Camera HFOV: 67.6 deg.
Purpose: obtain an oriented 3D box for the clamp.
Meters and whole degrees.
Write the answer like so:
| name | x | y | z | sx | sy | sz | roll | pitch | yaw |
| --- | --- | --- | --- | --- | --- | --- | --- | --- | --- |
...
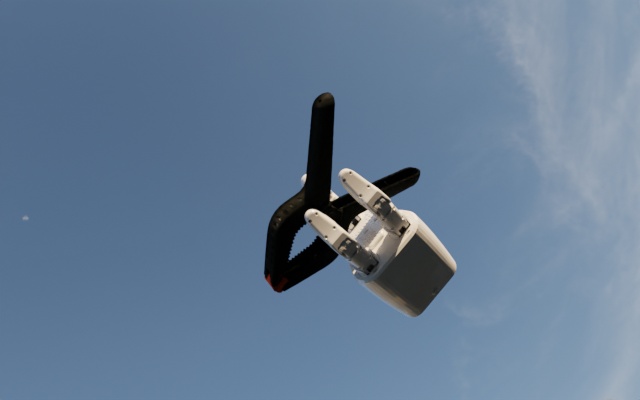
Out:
| name | x | y | z | sx | sy | sz | roll | pitch | yaw |
| --- | --- | --- | --- | --- | --- | --- | --- | --- | --- |
| clamp | 0.000 | 0.002 | 0.515 | 0.165 | 0.210 | 0.036 | 42 | -3 | -33 |
